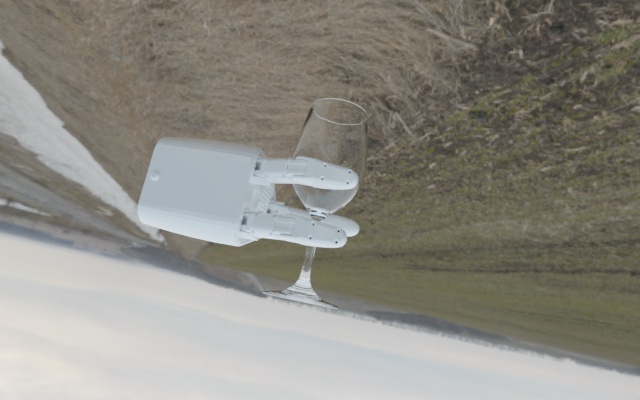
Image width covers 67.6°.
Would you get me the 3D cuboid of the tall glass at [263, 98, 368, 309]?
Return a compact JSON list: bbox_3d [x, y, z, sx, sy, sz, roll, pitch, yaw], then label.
[{"bbox_3d":[0.000,0.002,0.481,0.079,0.201,0.079,12,-12,3],"label":"tall glass"}]
